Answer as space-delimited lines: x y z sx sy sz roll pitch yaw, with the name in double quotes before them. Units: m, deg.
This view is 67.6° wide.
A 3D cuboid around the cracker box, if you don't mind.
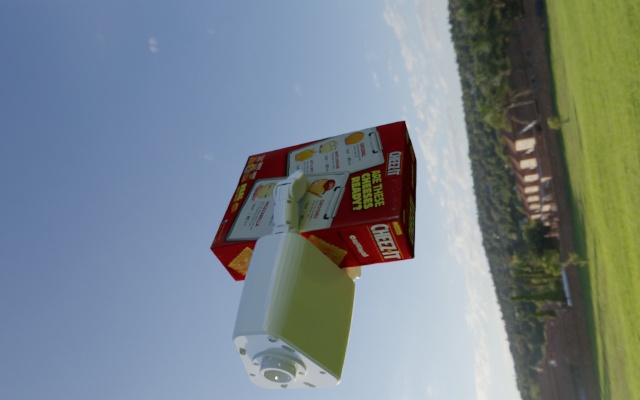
"cracker box" 0.000 0.002 0.553 0.214 0.072 0.164 -10 40 21
